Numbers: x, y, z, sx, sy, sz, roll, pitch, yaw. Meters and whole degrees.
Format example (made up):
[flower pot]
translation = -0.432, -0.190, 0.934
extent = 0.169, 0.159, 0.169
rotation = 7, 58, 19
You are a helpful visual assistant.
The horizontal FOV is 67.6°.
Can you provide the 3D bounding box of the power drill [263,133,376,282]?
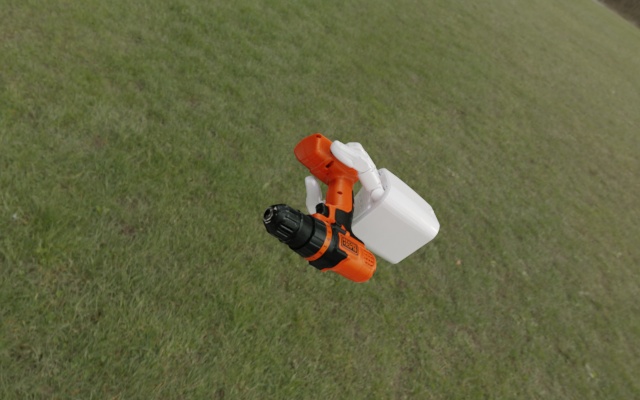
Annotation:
[power drill]
translation = 0.000, 0.002, 0.642
extent = 0.057, 0.187, 0.184
rotation = -27, -45, 32
